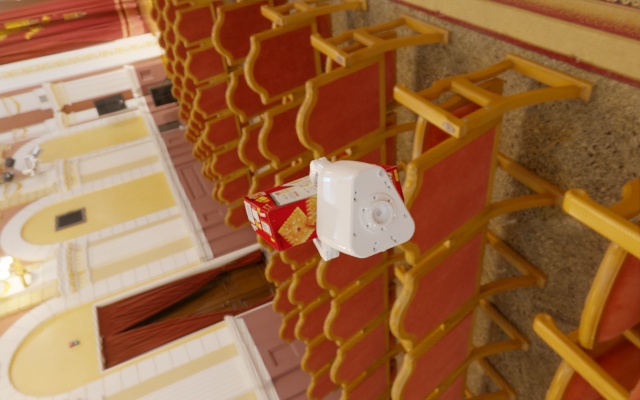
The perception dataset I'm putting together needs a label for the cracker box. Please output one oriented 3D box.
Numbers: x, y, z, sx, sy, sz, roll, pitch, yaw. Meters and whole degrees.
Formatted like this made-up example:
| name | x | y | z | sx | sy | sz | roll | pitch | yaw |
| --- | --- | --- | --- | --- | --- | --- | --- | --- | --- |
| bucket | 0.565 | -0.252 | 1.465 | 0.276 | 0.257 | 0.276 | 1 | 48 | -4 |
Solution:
| name | x | y | z | sx | sy | sz | roll | pitch | yaw |
| --- | --- | --- | --- | --- | --- | --- | --- | --- | --- |
| cracker box | 0.000 | 0.002 | 0.767 | 0.213 | 0.072 | 0.164 | -19 | 14 | -18 |
